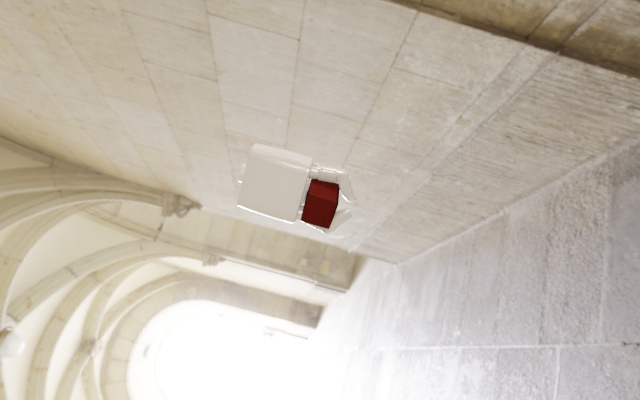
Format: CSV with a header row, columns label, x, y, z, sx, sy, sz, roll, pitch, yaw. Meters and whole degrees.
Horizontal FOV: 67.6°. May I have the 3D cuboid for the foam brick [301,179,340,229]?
label,x,y,z,sx,sy,sz,roll,pitch,yaw
foam brick,0.000,0.003,0.802,0.051,0.053,0.078,17,26,-4
